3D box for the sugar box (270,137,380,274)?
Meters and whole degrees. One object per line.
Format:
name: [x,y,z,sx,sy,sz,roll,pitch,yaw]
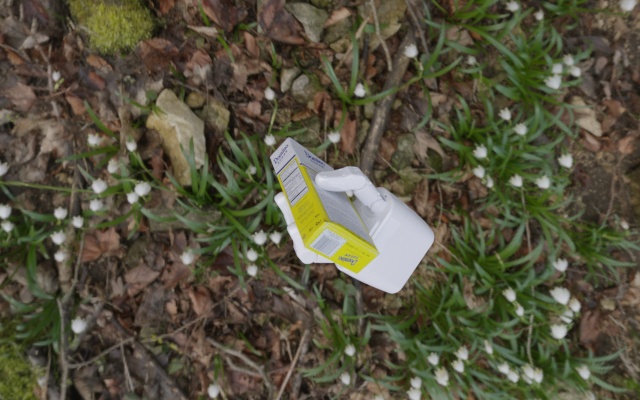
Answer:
sugar box: [0.000,0.002,0.589,0.093,0.048,0.176,33,18,-37]
